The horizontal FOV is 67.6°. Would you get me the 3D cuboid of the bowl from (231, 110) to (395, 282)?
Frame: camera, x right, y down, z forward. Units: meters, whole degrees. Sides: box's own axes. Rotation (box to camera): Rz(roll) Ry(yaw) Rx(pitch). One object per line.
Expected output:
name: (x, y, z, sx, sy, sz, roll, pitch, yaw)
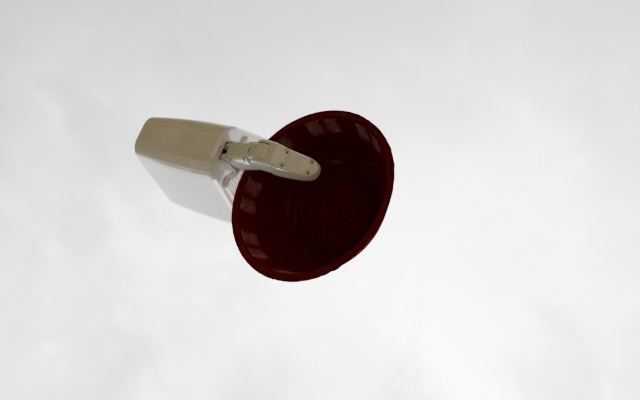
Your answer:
bowl: (0.001, 0.002, 0.428, 0.162, 0.162, 0.055, 0, -24, 33)
